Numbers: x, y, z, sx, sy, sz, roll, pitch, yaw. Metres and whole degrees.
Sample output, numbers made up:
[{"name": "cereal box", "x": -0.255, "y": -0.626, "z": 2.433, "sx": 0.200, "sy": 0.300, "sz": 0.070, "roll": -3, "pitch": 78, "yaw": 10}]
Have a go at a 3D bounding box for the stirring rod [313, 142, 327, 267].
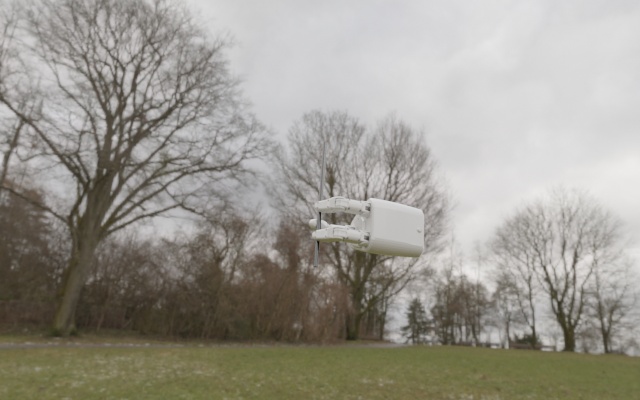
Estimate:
[{"name": "stirring rod", "x": 0.000, "y": 0.003, "z": 0.873, "sx": 0.011, "sy": 0.239, "sz": 0.011, "roll": 4, "pitch": -20, "yaw": 1}]
